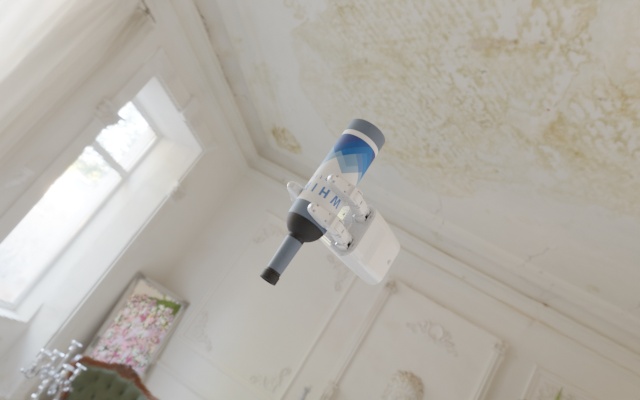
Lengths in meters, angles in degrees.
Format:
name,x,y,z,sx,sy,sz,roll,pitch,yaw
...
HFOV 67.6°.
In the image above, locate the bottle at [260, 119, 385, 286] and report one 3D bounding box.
name,x,y,z,sx,sy,sz,roll,pitch,yaw
bottle,0.000,0.002,0.747,0.069,0.295,0.069,30,-18,11
